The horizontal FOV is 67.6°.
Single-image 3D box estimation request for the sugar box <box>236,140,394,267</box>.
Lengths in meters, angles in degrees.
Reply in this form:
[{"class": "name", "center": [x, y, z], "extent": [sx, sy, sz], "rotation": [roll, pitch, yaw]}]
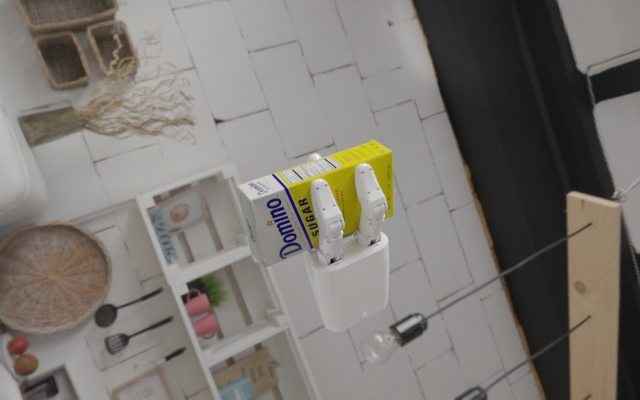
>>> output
[{"class": "sugar box", "center": [0.000, 0.002, 0.544], "extent": [0.176, 0.093, 0.048], "rotation": [-23, 36, -22]}]
